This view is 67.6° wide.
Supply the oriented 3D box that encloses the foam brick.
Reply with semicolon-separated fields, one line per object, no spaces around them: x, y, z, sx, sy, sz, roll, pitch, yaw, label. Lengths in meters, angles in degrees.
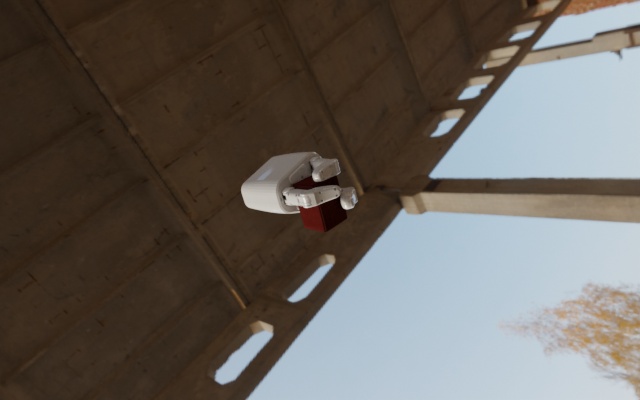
0.000;0.003;0.752;0.053;0.078;0.051;-28;20;-38;foam brick
